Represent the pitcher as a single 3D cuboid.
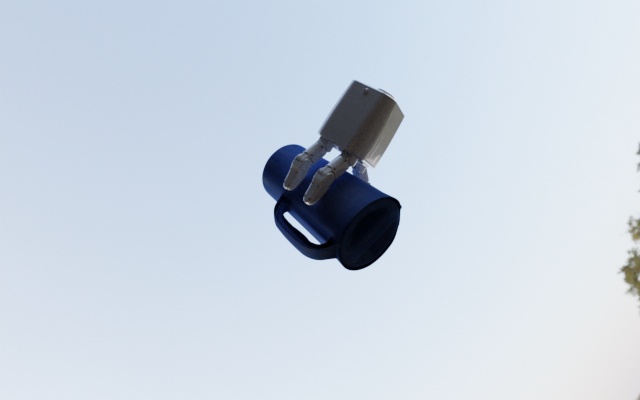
[{"bbox_3d":[0.000,0.002,0.796,0.242,0.145,0.149,37,6,39],"label":"pitcher"}]
